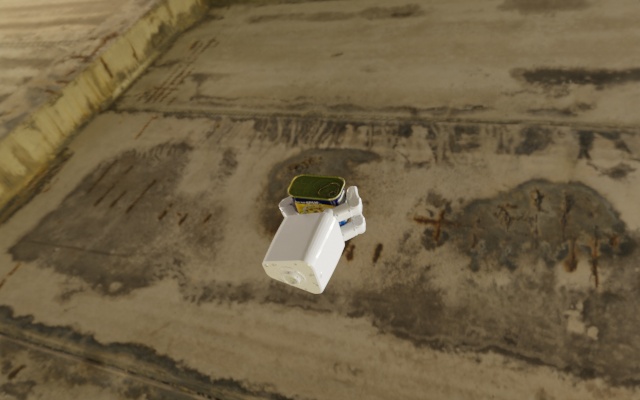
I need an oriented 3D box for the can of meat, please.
[{"bbox_3d":[0.000,0.003,0.874,0.102,0.057,0.084,5,-42,22],"label":"can of meat"}]
